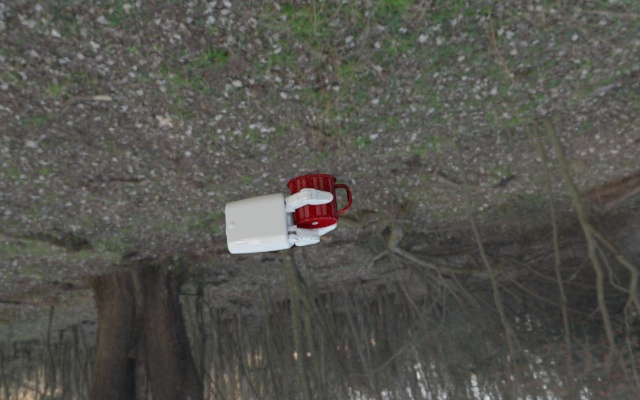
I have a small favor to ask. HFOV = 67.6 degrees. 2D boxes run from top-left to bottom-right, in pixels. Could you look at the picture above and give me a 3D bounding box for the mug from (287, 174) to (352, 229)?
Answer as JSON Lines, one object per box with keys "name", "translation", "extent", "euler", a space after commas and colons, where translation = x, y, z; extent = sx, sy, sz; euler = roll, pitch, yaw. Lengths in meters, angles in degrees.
{"name": "mug", "translation": [0.002, 0.003, 0.872], "extent": [0.117, 0.081, 0.093], "euler": [-8, -16, 6]}
